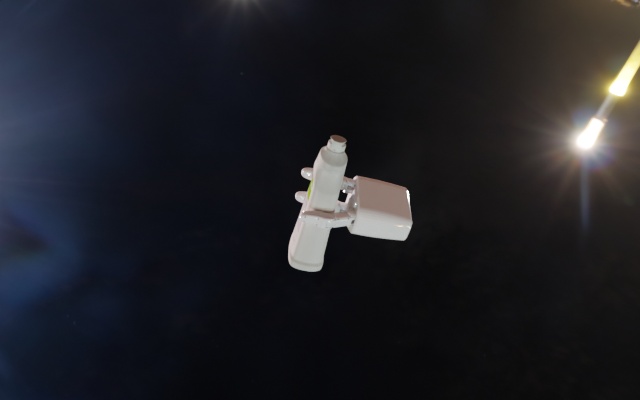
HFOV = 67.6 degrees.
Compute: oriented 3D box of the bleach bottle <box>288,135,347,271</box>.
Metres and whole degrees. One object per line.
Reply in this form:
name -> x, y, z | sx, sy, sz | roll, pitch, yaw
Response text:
bleach bottle -> 0.000, 0.003, 0.872 | 0.068, 0.251, 0.102 | 11, 31, -10
